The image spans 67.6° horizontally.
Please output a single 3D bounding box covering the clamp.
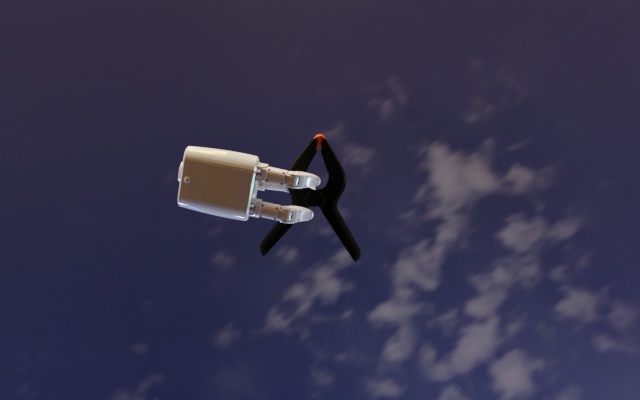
[{"bbox_3d":[0.000,0.002,0.765,0.164,0.210,0.036,11,12,-5],"label":"clamp"}]
